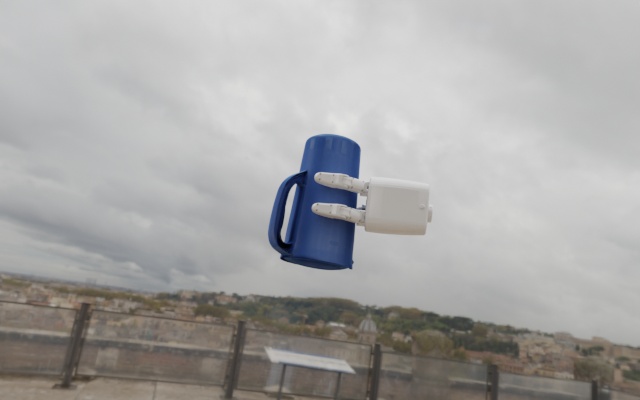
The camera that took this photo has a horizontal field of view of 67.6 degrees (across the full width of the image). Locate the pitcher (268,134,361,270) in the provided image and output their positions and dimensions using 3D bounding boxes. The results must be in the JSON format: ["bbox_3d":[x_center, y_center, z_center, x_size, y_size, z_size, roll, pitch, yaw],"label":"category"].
[{"bbox_3d":[0.000,0.003,0.881,0.145,0.242,0.149,6,-13,10],"label":"pitcher"}]
